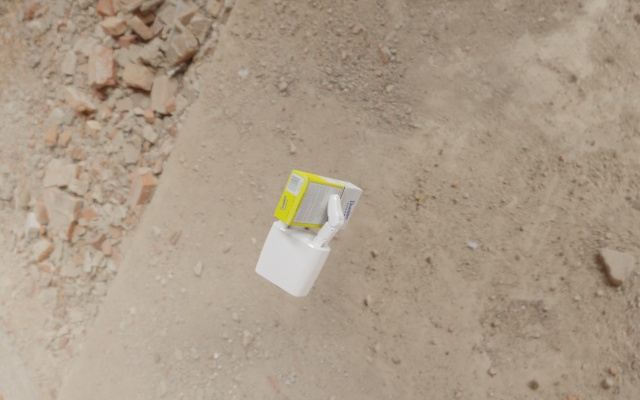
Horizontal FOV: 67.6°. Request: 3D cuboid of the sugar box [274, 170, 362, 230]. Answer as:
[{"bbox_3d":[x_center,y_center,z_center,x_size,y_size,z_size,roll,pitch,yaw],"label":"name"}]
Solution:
[{"bbox_3d":[0.000,0.003,0.895,0.048,0.093,0.176,31,12,33],"label":"sugar box"}]
